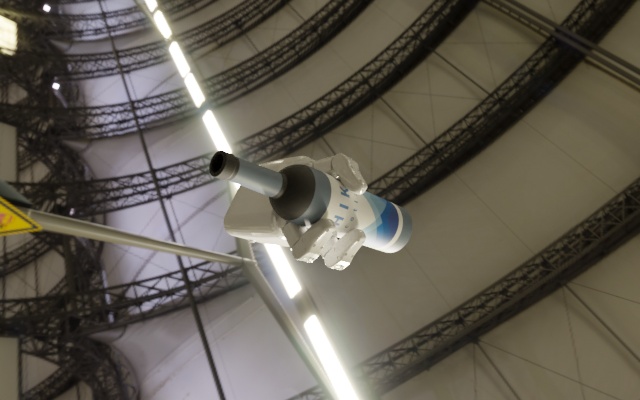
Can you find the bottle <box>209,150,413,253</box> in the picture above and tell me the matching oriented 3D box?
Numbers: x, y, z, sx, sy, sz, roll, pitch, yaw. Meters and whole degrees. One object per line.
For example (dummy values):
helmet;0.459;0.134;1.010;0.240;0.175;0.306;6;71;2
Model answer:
bottle;0.000;0.002;0.560;0.069;0.069;0.296;0;-15;44
